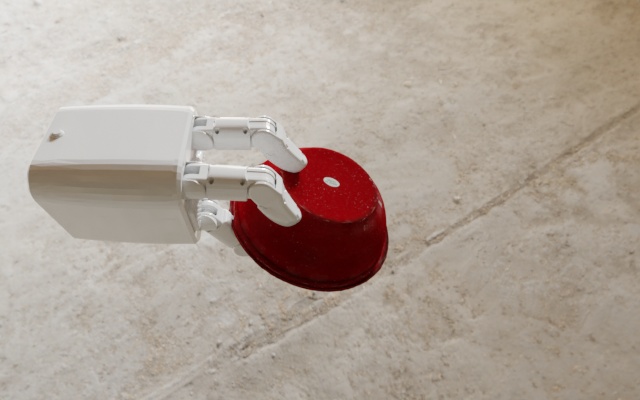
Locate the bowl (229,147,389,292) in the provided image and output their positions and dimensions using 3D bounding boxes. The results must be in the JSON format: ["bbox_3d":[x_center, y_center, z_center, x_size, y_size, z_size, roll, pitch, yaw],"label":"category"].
[{"bbox_3d":[0.001,0.001,0.445,0.162,0.162,0.055,0,-40,-25],"label":"bowl"}]
